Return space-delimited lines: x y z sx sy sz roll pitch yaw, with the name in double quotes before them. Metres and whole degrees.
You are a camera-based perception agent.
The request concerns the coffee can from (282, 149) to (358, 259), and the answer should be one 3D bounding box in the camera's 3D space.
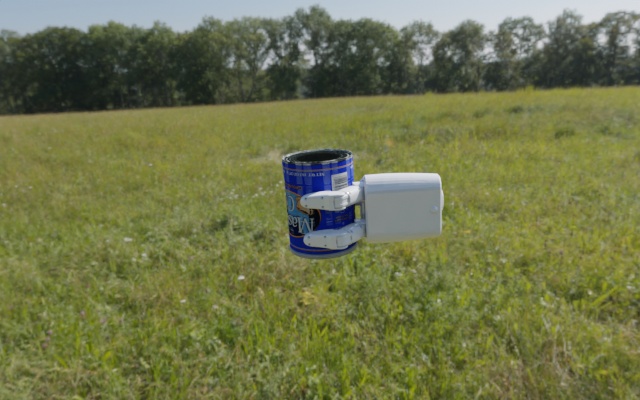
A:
"coffee can" 0.000 0.002 0.701 0.103 0.140 0.102 -4 16 1
